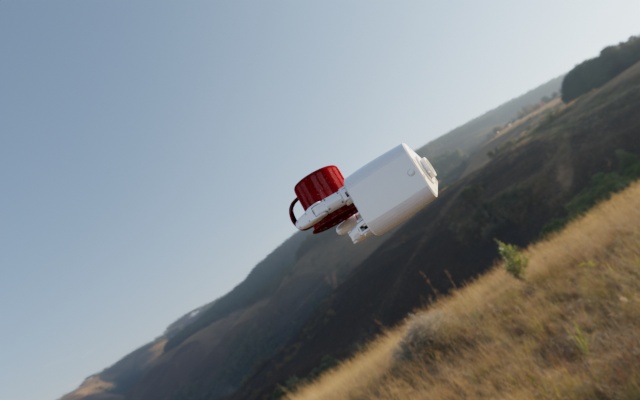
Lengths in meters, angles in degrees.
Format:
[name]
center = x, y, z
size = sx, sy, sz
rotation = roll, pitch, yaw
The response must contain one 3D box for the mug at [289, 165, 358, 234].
[mug]
center = -0.001, 0.003, 0.774
size = 0.117, 0.081, 0.093
rotation = -33, -11, 18
